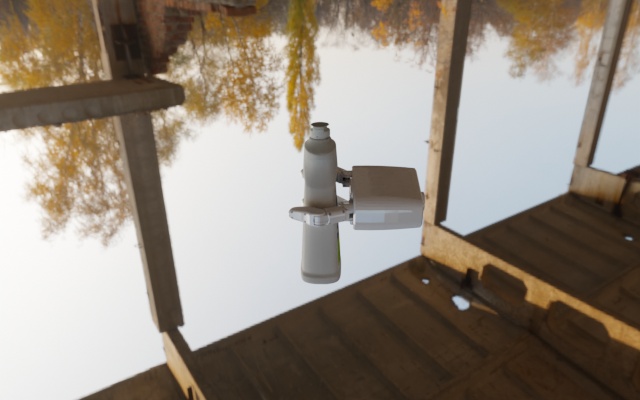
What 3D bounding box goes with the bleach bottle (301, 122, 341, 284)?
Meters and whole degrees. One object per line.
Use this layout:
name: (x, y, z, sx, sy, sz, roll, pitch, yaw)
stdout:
bleach bottle: (0.000, 0.002, 0.763, 0.068, 0.251, 0.102, 0, 25, 1)
